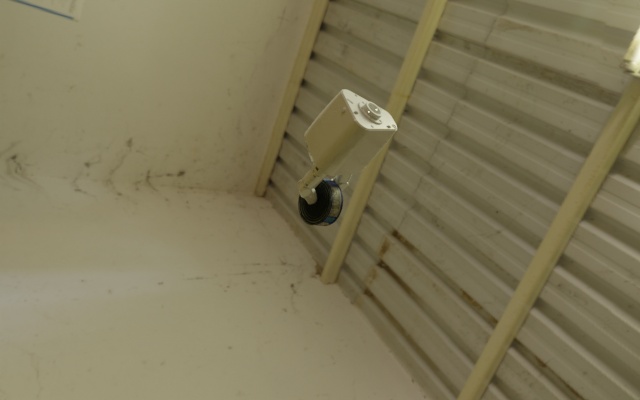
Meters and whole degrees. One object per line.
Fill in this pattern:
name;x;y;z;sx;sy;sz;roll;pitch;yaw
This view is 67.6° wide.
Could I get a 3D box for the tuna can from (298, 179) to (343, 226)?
tuna can;0.001;0.003;0.854;0.034;0.086;0.086;9;-6;-42
